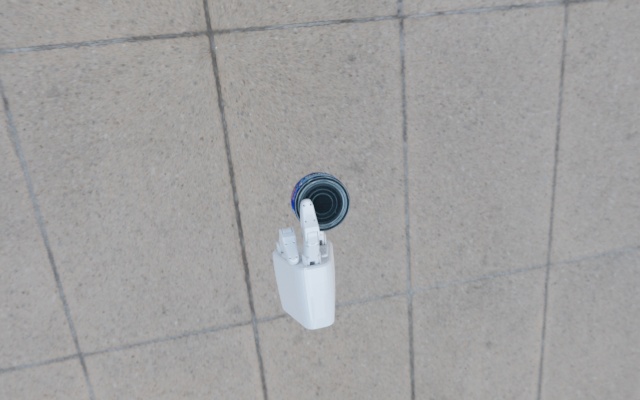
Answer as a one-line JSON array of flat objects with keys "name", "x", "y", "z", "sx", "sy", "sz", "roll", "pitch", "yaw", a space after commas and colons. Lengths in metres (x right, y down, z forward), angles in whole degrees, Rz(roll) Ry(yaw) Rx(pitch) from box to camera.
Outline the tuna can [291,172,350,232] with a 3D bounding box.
[{"name": "tuna can", "x": 0.000, "y": 0.002, "z": 0.711, "sx": 0.086, "sy": 0.086, "sz": 0.033, "roll": 0, "pitch": 12, "yaw": -11}]
